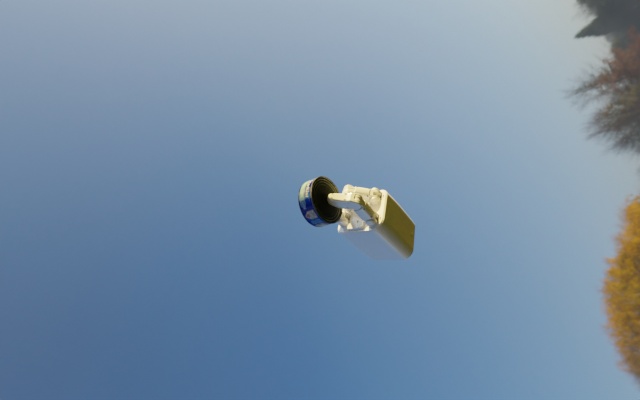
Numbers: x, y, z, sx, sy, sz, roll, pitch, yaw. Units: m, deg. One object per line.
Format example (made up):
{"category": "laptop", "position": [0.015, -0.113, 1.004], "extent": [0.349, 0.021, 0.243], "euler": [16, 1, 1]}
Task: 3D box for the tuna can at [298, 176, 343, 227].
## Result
{"category": "tuna can", "position": [0.000, 0.003, 0.839], "extent": [0.034, 0.086, 0.086], "euler": [-19, -11, 36]}
